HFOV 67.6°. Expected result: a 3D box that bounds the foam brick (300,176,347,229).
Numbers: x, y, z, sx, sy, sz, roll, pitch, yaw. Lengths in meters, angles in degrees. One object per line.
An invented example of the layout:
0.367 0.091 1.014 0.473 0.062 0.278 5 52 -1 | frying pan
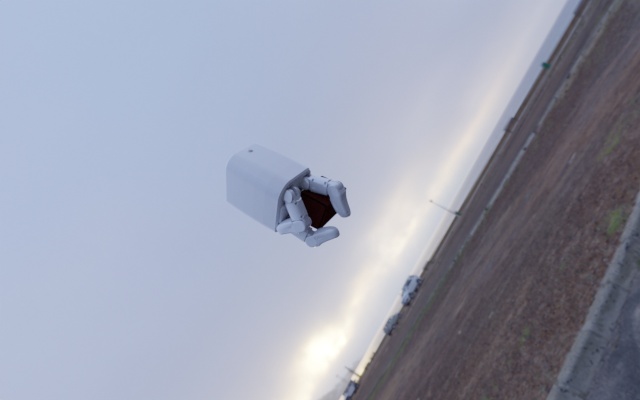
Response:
0.000 0.003 0.793 0.051 0.053 0.078 27 33 16 | foam brick
